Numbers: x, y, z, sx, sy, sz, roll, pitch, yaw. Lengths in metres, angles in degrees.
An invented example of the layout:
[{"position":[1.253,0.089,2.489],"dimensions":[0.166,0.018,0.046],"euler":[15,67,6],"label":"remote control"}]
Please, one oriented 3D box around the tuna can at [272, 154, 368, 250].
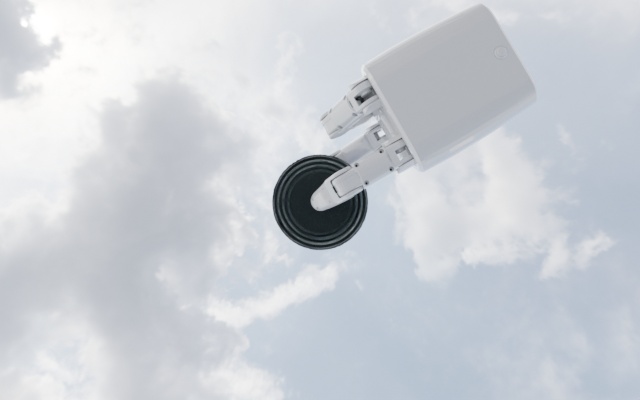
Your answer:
[{"position":[0.000,0.001,0.441],"dimensions":[0.086,0.086,0.034],"euler":[0,1,2],"label":"tuna can"}]
